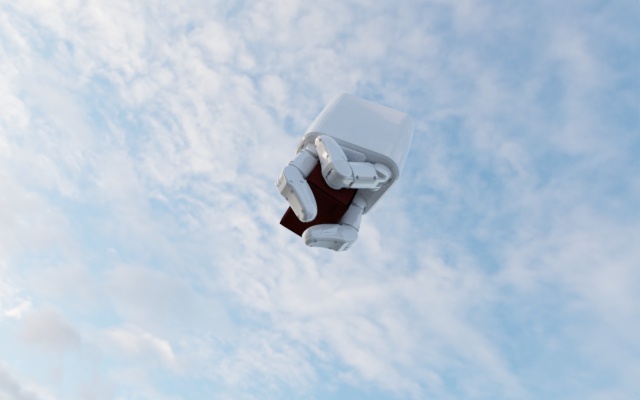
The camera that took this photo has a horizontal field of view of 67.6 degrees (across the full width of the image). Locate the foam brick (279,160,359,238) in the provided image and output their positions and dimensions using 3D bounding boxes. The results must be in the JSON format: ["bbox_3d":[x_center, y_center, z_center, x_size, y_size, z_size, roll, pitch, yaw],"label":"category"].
[{"bbox_3d":[0.000,0.002,0.519,0.053,0.051,0.078,33,-46,-4],"label":"foam brick"}]
